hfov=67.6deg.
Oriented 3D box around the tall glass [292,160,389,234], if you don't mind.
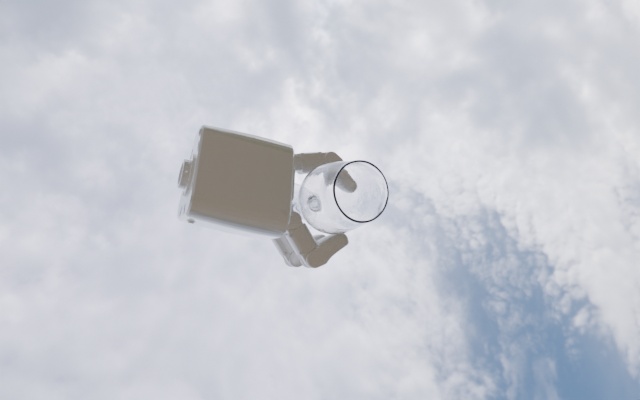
[{"bbox_3d":[0.000,0.002,0.553,0.079,0.079,0.201,0,-6,-24],"label":"tall glass"}]
